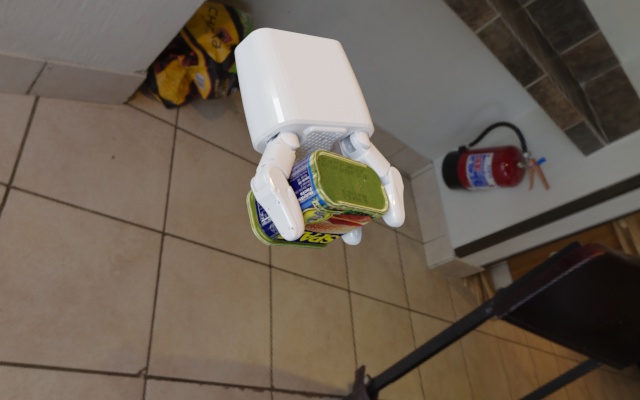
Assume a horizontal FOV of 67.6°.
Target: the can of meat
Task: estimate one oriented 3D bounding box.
[{"bbox_3d":[0.000,0.001,0.433,0.084,0.057,0.102,-30,-27,35],"label":"can of meat"}]
